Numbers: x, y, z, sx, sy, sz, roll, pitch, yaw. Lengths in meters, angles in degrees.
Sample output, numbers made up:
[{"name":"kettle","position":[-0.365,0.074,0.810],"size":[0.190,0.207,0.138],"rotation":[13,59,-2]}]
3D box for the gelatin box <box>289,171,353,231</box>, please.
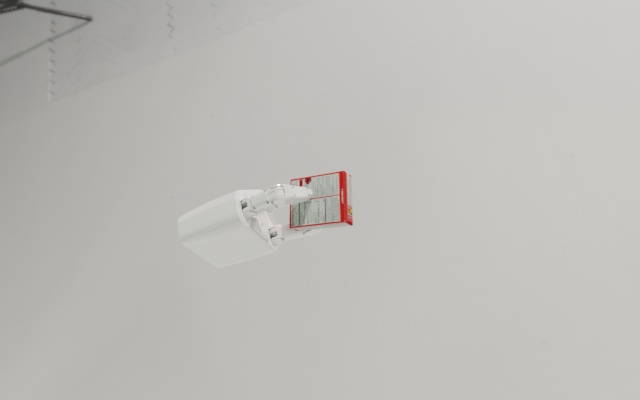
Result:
[{"name":"gelatin box","position":[0.000,0.002,0.672],"size":[0.089,0.073,0.030],"rotation":[-8,-17,25]}]
